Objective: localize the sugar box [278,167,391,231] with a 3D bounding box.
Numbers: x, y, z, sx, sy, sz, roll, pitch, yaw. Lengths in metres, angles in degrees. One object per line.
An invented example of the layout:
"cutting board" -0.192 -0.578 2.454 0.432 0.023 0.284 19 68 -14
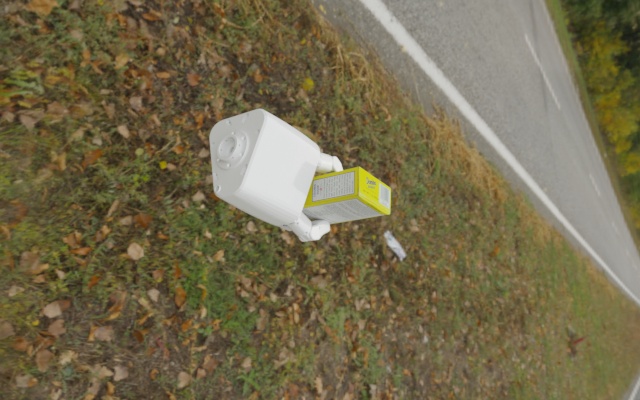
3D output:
"sugar box" 0.000 0.002 0.668 0.176 0.048 0.093 -8 -22 33
